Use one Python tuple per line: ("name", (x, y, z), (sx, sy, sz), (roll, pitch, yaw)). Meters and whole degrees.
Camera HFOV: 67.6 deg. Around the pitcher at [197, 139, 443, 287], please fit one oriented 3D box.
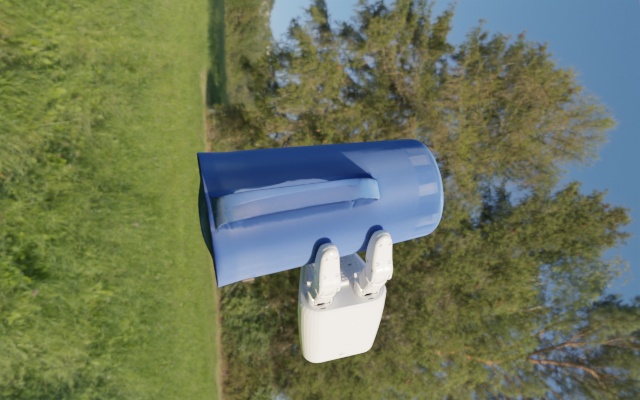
("pitcher", (0.000, 0.002, 0.488), (0.243, 0.145, 0.149), (-9, 39, -14))
